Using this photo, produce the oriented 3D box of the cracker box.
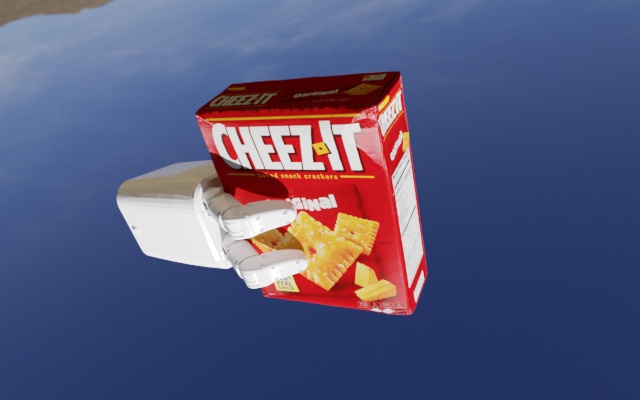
[{"bbox_3d":[0.000,0.001,0.436,0.164,0.214,0.072,2,36,25],"label":"cracker box"}]
